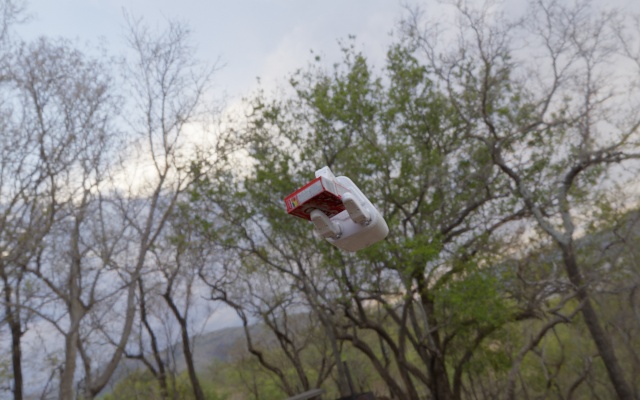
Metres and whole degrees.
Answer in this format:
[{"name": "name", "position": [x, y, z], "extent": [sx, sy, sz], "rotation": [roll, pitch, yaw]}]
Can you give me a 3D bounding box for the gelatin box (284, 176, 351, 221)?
[{"name": "gelatin box", "position": [0.000, 0.002, 0.737], "extent": [0.073, 0.030, 0.089], "rotation": [-31, -30, 24]}]
